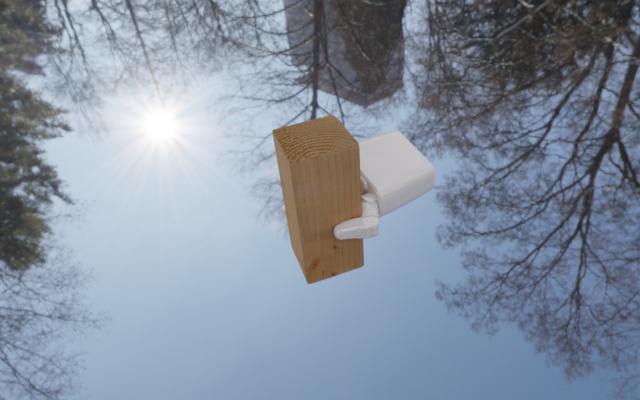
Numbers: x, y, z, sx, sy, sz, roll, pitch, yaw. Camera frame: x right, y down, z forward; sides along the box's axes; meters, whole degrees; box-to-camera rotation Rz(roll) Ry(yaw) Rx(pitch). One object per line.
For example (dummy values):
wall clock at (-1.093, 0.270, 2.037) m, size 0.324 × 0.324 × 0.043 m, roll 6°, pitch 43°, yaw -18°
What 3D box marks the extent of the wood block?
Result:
wood block at (0.001, 0.002, 0.654) m, size 0.090 × 0.206 × 0.090 m, roll -16°, pitch 38°, yaw -12°
